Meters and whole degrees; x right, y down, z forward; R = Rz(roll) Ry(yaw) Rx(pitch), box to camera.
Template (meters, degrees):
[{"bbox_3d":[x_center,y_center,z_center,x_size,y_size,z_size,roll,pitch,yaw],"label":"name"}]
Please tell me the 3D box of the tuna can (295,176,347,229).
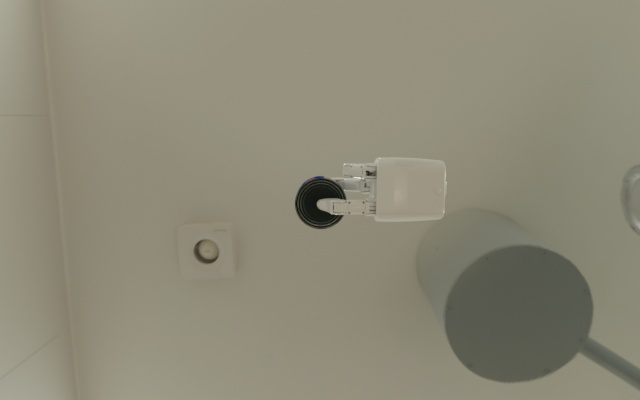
[{"bbox_3d":[0.000,0.003,0.798,0.086,0.086,0.033,0,10,-2],"label":"tuna can"}]
